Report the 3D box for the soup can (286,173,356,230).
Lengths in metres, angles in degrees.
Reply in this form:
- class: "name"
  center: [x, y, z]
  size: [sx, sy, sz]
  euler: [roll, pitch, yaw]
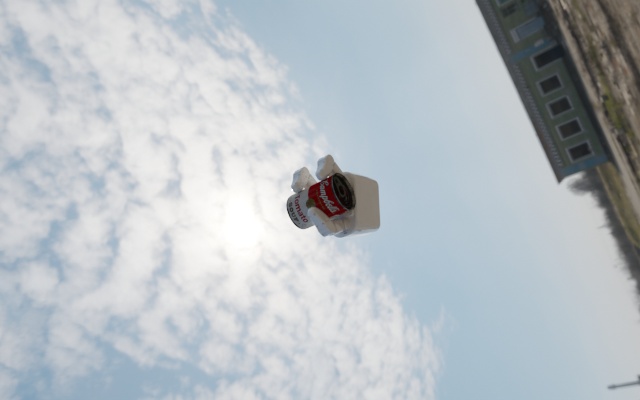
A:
- class: "soup can"
  center: [0.000, 0.003, 0.821]
  size: [0.102, 0.068, 0.068]
  euler: [-24, -13, 30]
